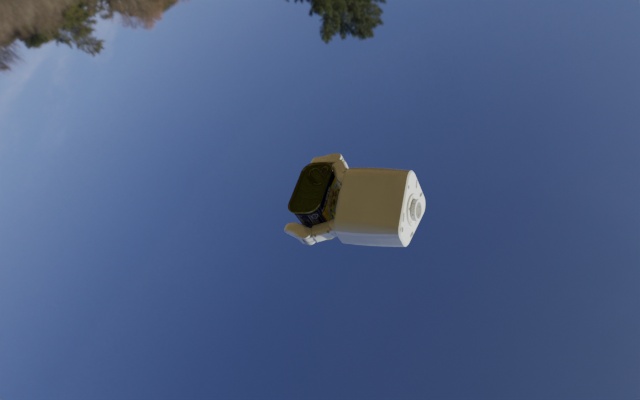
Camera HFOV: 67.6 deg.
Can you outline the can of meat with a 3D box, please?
[{"bbox_3d":[0.000,0.003,0.782,0.057,0.102,0.084,-1,-37,29],"label":"can of meat"}]
